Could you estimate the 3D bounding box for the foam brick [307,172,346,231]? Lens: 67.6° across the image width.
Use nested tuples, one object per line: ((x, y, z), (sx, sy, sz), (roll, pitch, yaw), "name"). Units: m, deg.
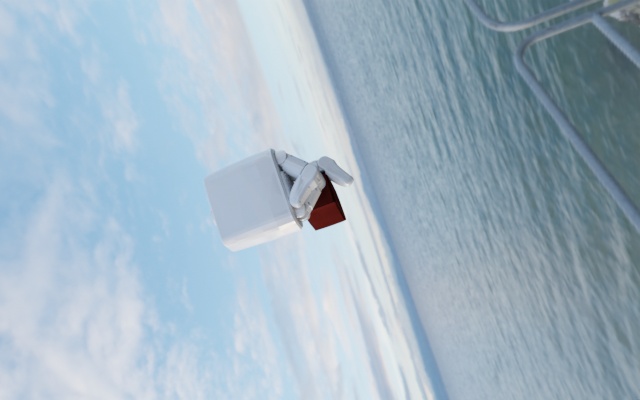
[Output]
((0.000, 0.002, 0.705), (0.051, 0.053, 0.078), (-21, -27, 5), "foam brick")
